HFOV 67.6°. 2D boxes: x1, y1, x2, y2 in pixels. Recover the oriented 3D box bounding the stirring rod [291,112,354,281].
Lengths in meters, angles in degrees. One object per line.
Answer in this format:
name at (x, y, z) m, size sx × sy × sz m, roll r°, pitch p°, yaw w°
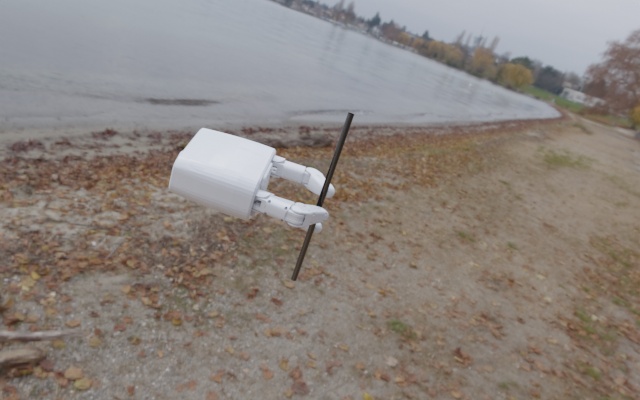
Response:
stirring rod at (0.000, 0.002, 0.616) m, size 0.011 × 0.240 × 0.011 m, roll 17°, pitch 20°, yaw -6°
